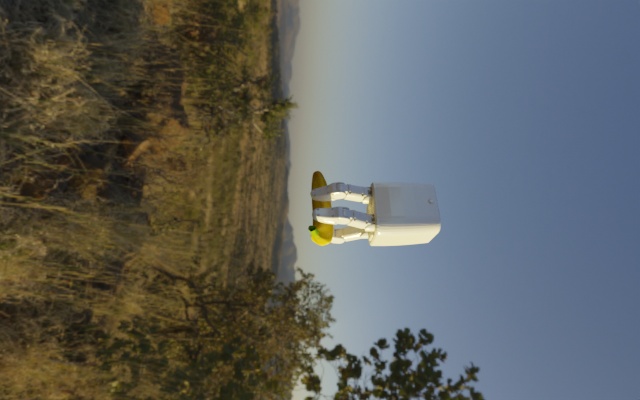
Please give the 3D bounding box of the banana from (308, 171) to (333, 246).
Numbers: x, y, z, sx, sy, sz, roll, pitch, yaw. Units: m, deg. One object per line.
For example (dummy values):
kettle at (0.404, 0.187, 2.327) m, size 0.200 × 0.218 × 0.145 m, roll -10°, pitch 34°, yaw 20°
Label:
banana at (0.002, 0.020, 0.827) m, size 0.037 × 0.070 × 0.197 m, roll -5°, pitch 30°, yaw 3°
